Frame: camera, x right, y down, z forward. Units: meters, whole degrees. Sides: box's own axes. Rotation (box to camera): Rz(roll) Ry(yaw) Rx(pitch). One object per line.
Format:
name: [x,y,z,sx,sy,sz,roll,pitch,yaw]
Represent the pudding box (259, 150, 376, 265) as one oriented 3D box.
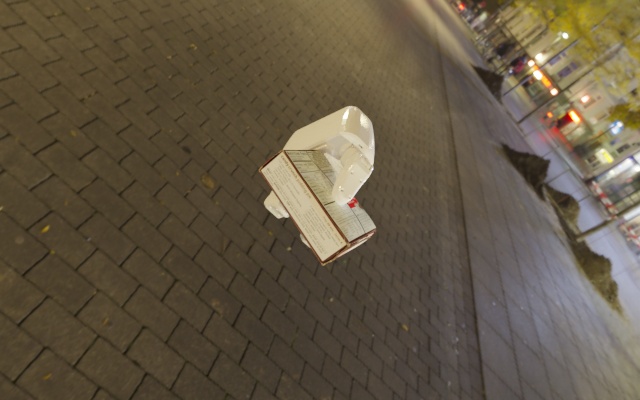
pudding box: [0.000,0.001,0.479,0.039,0.113,0.090,-40,-10,23]
